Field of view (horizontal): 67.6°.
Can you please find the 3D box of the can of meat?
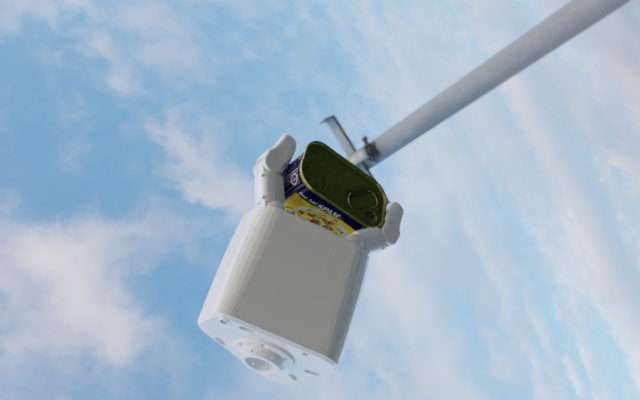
[{"bbox_3d":[0.000,0.002,0.476,0.102,0.057,0.084,33,-42,-22],"label":"can of meat"}]
